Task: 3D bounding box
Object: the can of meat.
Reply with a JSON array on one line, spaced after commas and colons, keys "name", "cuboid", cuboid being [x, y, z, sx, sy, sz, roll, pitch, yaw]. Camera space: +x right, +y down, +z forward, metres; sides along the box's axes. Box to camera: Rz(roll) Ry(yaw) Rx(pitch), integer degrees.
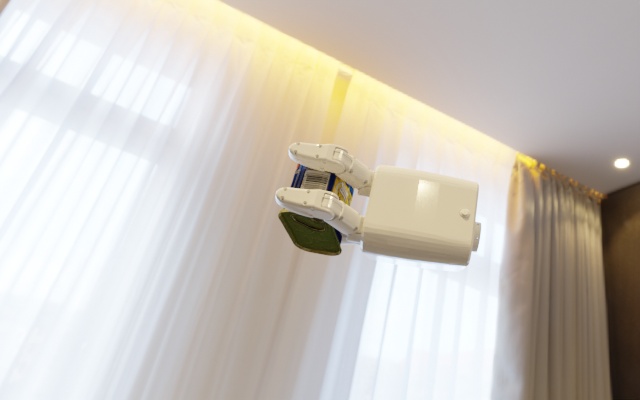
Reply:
[{"name": "can of meat", "cuboid": [0.000, 0.001, 0.529, 0.057, 0.084, 0.102, 8, -27, 17]}]
